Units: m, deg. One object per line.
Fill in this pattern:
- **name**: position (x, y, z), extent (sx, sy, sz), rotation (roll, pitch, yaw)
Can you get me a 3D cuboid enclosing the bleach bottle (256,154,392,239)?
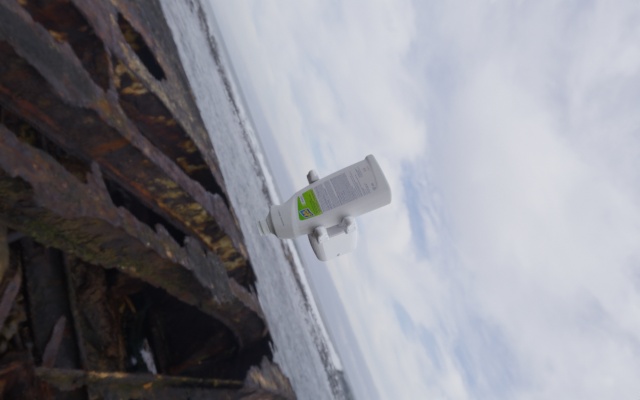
- **bleach bottle**: position (0.000, 0.003, 0.890), extent (0.251, 0.102, 0.068), rotation (-20, -32, -4)
